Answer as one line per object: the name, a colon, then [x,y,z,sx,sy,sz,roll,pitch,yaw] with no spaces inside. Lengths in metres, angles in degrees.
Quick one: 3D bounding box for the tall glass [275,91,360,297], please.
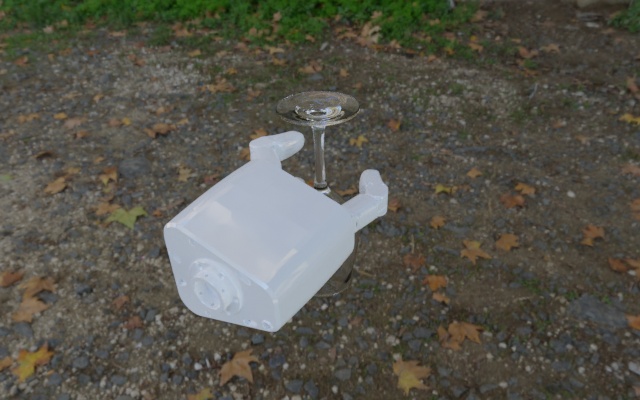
tall glass: [0.000,0.001,0.470,0.079,0.201,0.079,-1,33,1]
